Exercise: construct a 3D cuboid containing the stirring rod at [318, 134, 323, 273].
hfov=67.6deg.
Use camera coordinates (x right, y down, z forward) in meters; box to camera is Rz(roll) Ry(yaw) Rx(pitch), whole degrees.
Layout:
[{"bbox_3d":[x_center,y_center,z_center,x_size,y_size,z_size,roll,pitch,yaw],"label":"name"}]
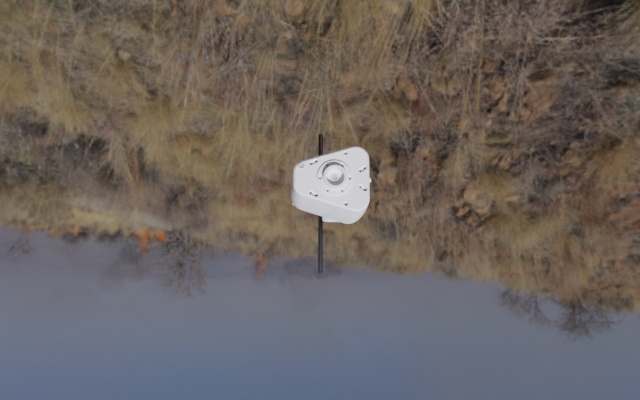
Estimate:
[{"bbox_3d":[0.000,0.003,0.821,0.011,0.239,0.011,0,-10,0],"label":"stirring rod"}]
